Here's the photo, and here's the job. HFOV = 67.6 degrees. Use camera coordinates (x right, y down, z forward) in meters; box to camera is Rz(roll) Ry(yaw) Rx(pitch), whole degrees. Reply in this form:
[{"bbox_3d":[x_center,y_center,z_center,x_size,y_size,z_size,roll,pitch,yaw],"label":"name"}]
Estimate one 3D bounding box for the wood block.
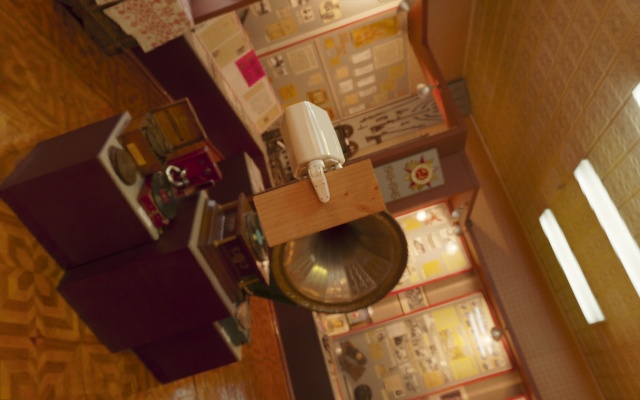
[{"bbox_3d":[0.000,0.002,0.830,0.206,0.090,0.091,-18,2,5],"label":"wood block"}]
